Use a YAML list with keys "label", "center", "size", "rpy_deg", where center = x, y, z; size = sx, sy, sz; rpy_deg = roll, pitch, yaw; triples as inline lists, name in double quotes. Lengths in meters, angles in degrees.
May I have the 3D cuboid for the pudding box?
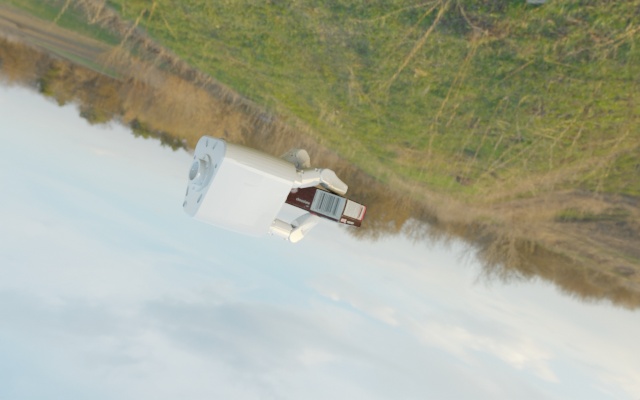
- label: "pudding box"
  center: [0.000, 0.002, 0.696]
  size: [0.113, 0.039, 0.090]
  rpy_deg: [22, 2, 25]
